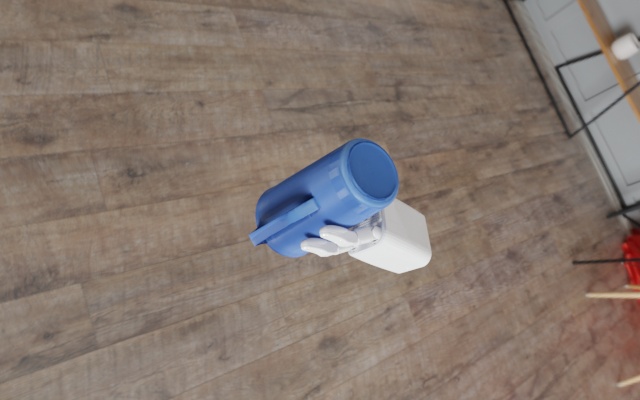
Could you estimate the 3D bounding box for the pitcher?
[{"bbox_3d":[0.000,0.002,0.754,0.145,0.149,0.243,25,-33,-25],"label":"pitcher"}]
